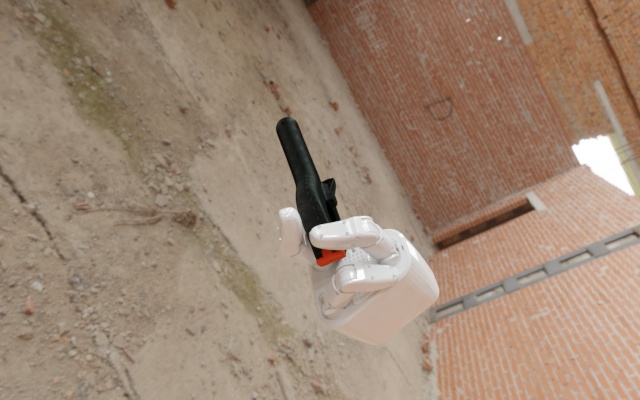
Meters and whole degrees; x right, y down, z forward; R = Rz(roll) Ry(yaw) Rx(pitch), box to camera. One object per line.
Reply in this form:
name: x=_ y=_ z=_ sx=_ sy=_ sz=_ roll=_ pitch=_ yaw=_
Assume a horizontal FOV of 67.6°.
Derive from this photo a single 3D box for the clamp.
clamp: x=0.001 y=0.001 z=0.508 sx=0.039 sy=0.171 sz=0.120 roll=-27 pitch=-38 yaw=18
